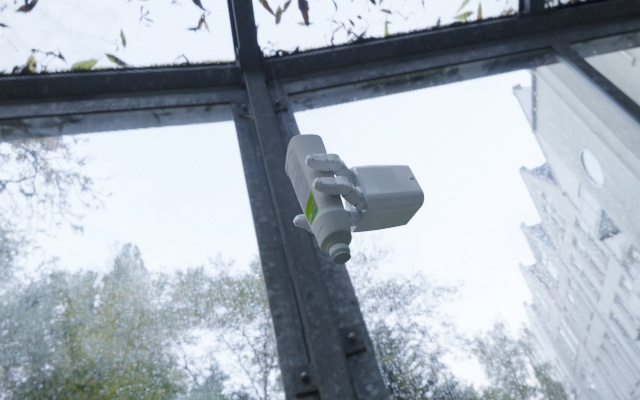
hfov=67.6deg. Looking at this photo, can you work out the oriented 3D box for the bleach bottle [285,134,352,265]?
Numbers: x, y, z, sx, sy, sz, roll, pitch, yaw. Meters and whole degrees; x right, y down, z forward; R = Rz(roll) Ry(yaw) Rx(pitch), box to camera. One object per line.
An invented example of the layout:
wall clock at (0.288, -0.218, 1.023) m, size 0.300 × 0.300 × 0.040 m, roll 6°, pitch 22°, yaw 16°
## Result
bleach bottle at (0.000, 0.002, 0.786) m, size 0.068 × 0.250 × 0.103 m, roll -5°, pitch -43°, yaw -15°
